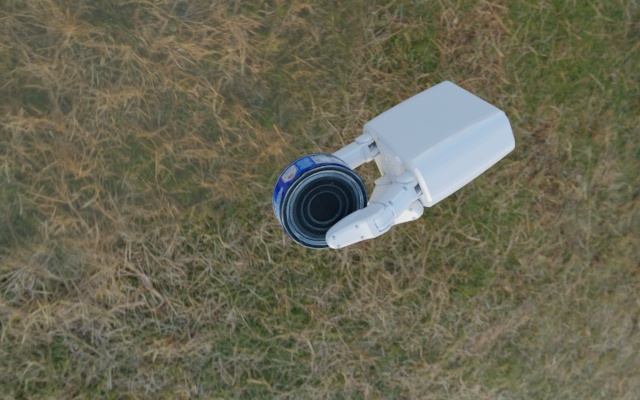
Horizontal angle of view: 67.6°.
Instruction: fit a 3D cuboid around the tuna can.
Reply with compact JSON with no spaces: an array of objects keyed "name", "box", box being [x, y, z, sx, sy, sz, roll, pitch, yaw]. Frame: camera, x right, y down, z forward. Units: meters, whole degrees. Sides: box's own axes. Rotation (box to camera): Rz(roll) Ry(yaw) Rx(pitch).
[{"name":"tuna can","box":[0.000,0.002,0.445,0.086,0.086,0.033,0,22,-19]}]
